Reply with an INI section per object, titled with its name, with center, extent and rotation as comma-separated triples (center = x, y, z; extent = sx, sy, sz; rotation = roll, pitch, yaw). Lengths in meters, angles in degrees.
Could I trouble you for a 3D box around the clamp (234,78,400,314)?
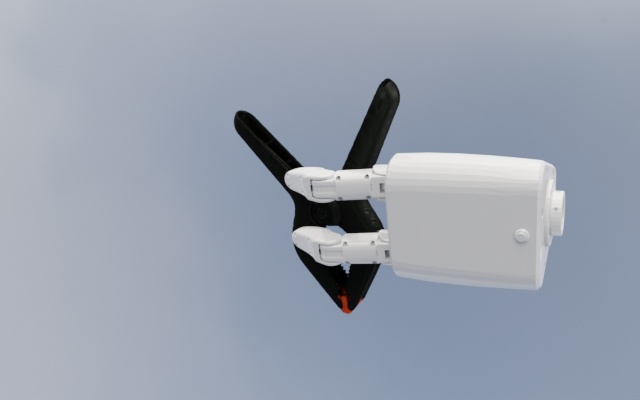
[clamp]
center = 0.001, 0.002, 0.438
extent = 0.164, 0.210, 0.036
rotation = 4, 20, 31
